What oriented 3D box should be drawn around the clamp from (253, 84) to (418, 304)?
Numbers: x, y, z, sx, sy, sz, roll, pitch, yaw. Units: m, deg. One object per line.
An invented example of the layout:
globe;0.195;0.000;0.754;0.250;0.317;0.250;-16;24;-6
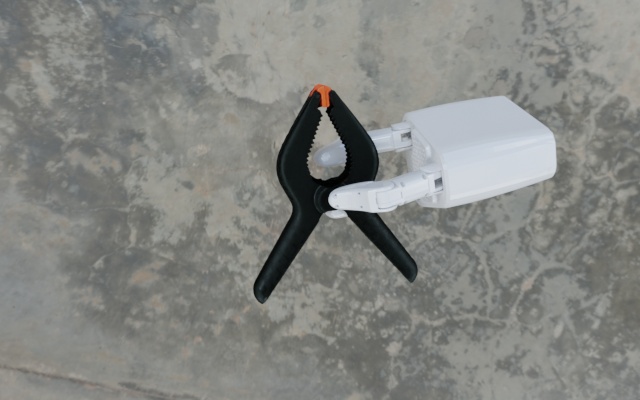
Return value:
clamp;0.000;0.001;0.447;0.164;0.210;0.036;-14;19;-6
